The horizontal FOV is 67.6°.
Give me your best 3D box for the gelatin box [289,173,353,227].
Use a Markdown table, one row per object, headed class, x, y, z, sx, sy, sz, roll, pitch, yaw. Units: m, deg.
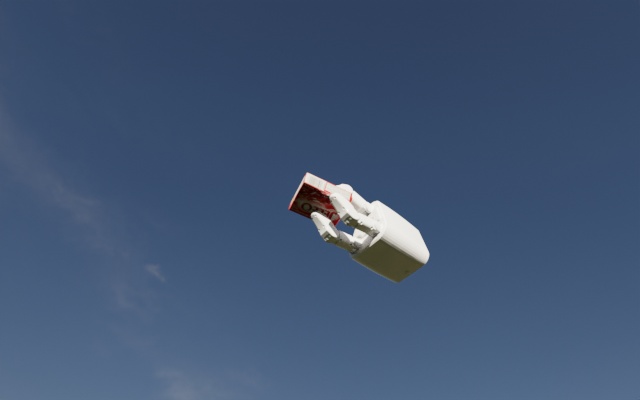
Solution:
| class | x | y | z | sx | sy | sz | roll | pitch | yaw |
| --- | --- | --- | --- | --- | --- | --- | --- | --- | --- |
| gelatin box | 0.000 | 0.002 | 0.821 | 0.089 | 0.073 | 0.030 | 25 | 42 | -7 |
